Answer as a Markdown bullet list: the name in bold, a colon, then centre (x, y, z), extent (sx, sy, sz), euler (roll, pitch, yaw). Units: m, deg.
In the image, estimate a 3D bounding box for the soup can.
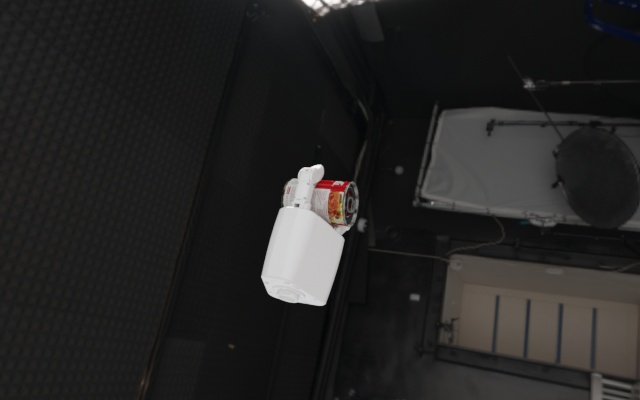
- **soup can**: centre (0.000, 0.002, 0.730), extent (0.102, 0.068, 0.068), euler (5, 2, 22)
